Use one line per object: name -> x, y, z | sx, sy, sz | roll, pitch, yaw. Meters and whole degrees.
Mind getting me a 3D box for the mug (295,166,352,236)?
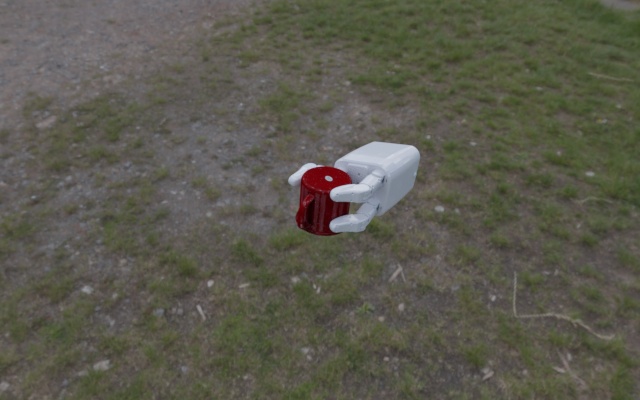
mug -> -0.001, 0.003, 0.762 | 0.093, 0.082, 0.117 | 26, 40, 28
